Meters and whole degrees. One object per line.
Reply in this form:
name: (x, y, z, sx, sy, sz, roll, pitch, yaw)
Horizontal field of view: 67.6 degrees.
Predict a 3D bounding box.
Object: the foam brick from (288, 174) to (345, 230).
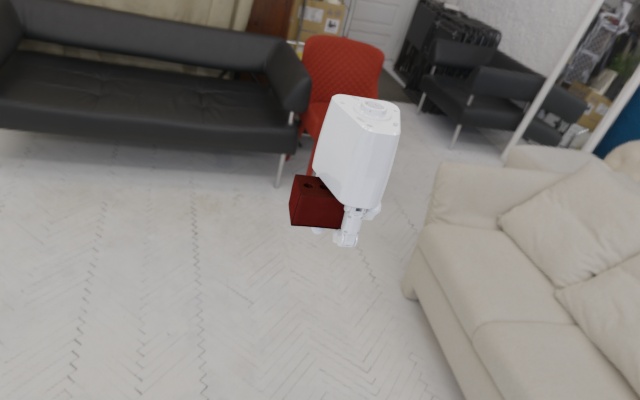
foam brick: (0.000, 0.002, 0.640, 0.078, 0.051, 0.053, 5, 34, -15)
